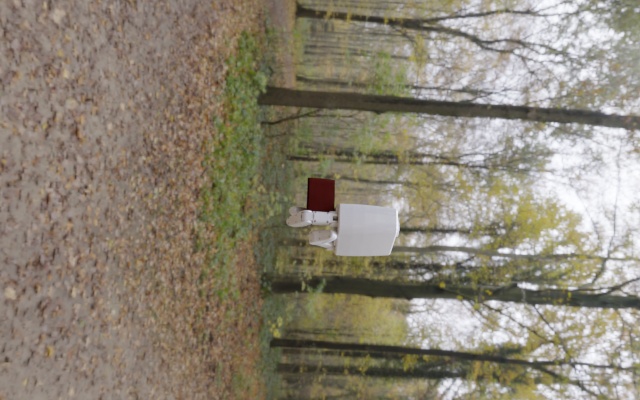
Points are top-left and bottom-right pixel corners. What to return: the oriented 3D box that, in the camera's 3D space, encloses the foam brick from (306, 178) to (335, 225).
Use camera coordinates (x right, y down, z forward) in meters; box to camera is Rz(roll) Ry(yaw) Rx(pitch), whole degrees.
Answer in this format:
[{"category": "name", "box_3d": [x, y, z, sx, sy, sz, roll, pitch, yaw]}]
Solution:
[{"category": "foam brick", "box_3d": [0.000, 0.003, 0.895, 0.051, 0.078, 0.053, 2, -18, 0]}]
